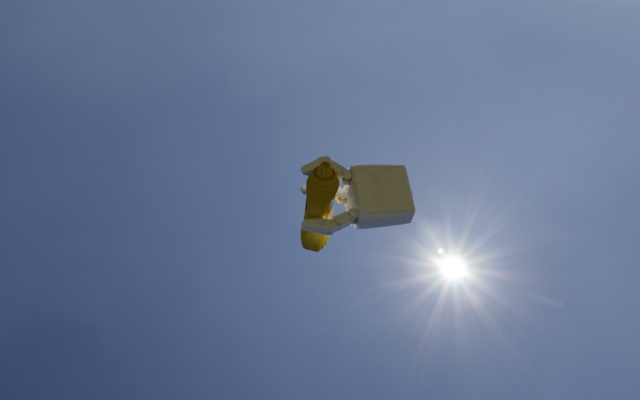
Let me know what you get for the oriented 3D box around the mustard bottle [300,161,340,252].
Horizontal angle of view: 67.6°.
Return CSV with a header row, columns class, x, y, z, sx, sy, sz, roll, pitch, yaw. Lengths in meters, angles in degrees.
class,x,y,z,sx,sy,sz,roll,pitch,yaw
mustard bottle,0.000,0.003,0.868,0.058,0.096,0.192,14,-41,5
